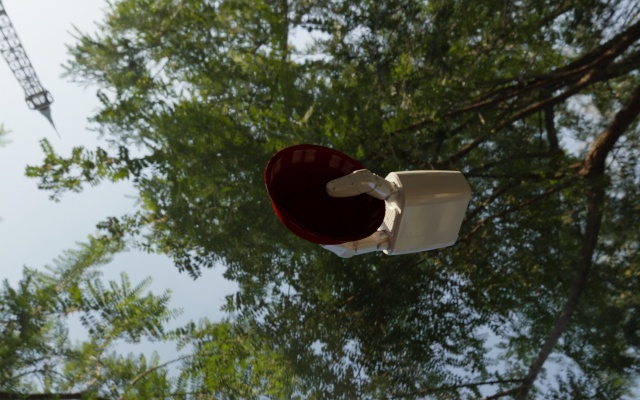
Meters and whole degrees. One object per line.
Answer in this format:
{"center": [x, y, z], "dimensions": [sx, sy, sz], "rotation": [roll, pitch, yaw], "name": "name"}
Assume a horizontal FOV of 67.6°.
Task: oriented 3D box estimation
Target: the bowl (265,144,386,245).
{"center": [-0.001, 0.002, 0.615], "dimensions": [0.162, 0.162, 0.055], "rotation": [0, -40, -27], "name": "bowl"}
